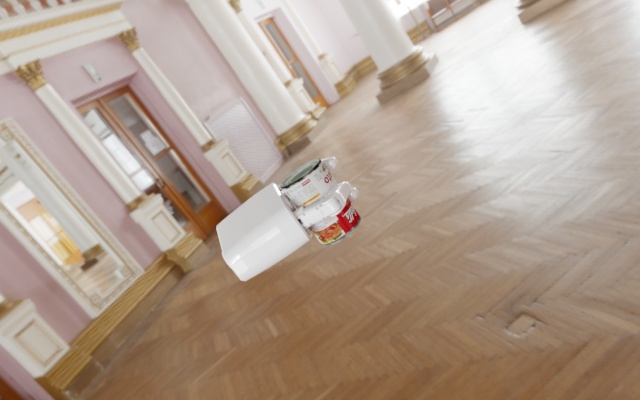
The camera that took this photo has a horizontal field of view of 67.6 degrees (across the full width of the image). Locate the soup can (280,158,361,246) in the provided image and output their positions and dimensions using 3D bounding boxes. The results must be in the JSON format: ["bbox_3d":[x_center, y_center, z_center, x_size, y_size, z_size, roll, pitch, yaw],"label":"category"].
[{"bbox_3d":[0.000,0.002,0.654,0.068,0.102,0.068,-32,15,10],"label":"soup can"}]
